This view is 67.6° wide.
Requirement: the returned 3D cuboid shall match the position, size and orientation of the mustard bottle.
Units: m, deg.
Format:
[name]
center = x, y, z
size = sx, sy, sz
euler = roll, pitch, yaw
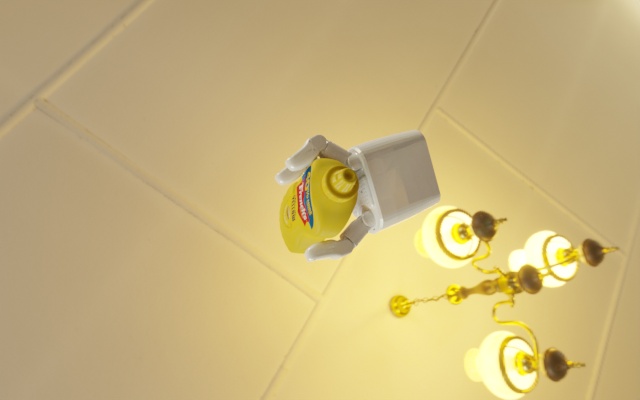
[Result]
[mustard bottle]
center = 0.000, 0.002, 0.590
size = 0.058, 0.096, 0.192
euler = 5, -19, -19
